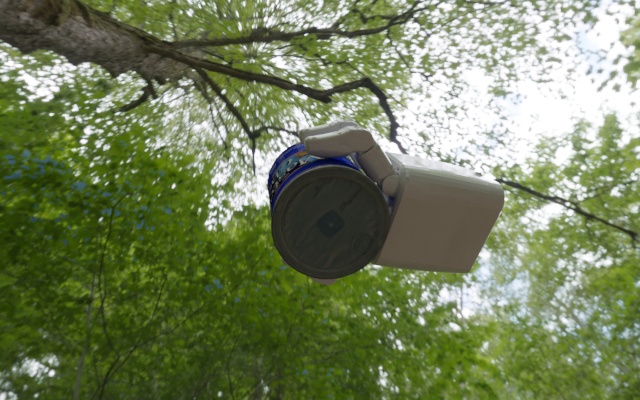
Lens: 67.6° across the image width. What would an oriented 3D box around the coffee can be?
[{"bbox_3d":[0.000,0.002,0.473,0.103,0.103,0.140,0,16,-8],"label":"coffee can"}]
